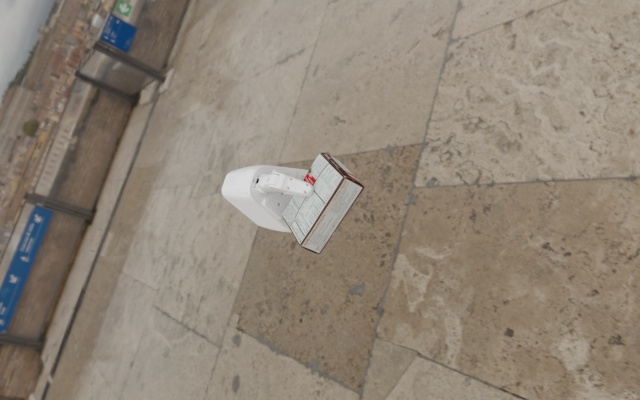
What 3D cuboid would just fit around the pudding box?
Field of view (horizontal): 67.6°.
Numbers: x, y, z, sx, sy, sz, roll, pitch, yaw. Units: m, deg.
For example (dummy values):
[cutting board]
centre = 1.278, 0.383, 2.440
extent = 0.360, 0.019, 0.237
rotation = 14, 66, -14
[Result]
[pudding box]
centre = 0.000, 0.002, 0.643
extent = 0.039, 0.113, 0.090
rotation = 23, 16, -32
